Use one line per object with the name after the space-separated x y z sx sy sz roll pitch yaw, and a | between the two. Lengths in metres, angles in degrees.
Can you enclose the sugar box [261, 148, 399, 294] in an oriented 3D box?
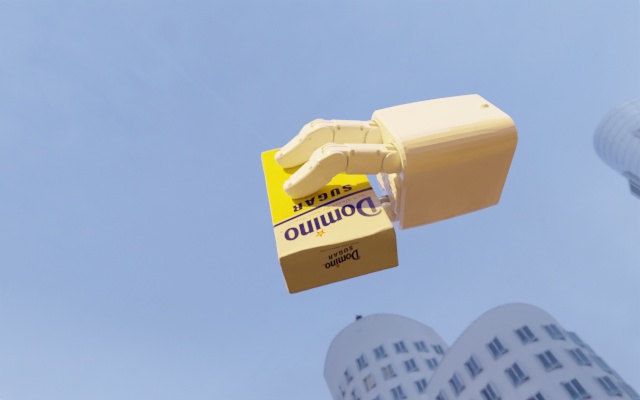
0.000 0.001 0.436 0.093 0.048 0.176 -14 31 -4 | sugar box
